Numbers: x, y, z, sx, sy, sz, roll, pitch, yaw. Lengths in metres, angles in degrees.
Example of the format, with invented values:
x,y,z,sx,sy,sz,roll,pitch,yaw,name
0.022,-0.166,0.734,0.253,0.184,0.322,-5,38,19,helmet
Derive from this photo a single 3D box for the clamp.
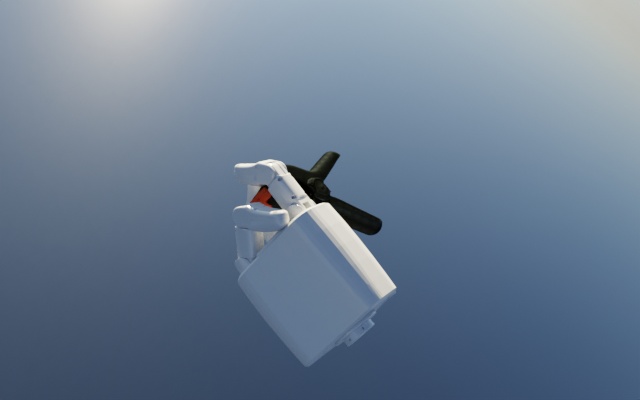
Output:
x,y,z,sx,sy,sz,roll,pitch,yaw,name
0.000,0.001,0.533,0.171,0.120,0.039,-20,-26,-51,clamp
